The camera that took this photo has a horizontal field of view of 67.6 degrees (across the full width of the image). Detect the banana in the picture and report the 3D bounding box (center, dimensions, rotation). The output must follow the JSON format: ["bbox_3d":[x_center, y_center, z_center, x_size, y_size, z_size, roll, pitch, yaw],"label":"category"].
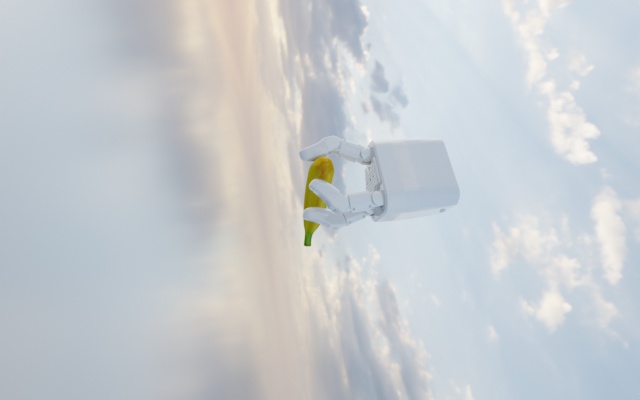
[{"bbox_3d":[-0.002,-0.010,0.711,0.037,0.069,0.198,-1,-38,-9],"label":"banana"}]
